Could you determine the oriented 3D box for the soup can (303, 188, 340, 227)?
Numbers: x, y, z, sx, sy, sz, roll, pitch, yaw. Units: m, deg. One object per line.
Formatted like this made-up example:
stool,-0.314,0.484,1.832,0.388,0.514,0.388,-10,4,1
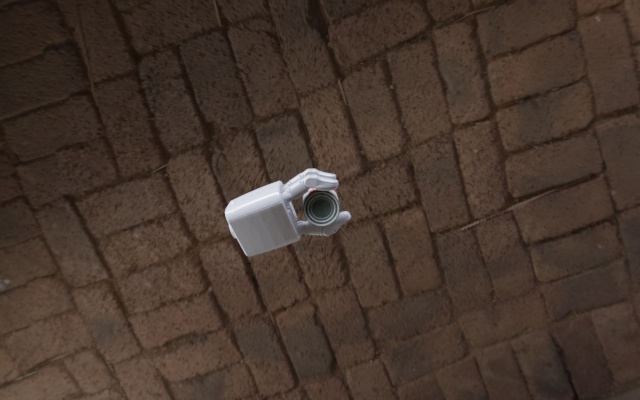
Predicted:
soup can,0.001,0.003,0.892,0.068,0.068,0.102,0,14,-2
